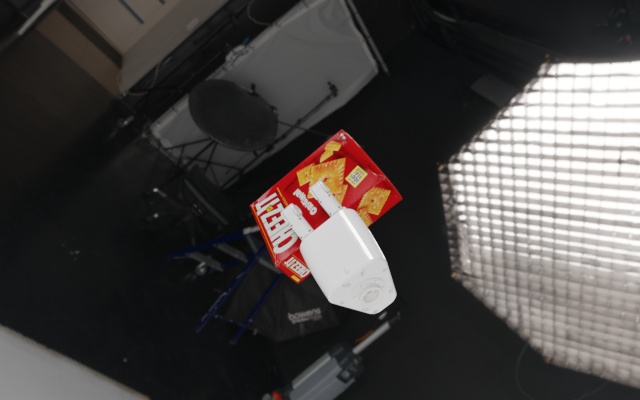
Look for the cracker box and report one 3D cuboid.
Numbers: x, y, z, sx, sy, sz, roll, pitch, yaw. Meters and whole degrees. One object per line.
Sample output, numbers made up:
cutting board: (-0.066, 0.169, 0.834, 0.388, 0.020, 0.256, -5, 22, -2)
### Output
cracker box: (0.000, 0.003, 0.778, 0.072, 0.214, 0.164, 46, 8, -41)
